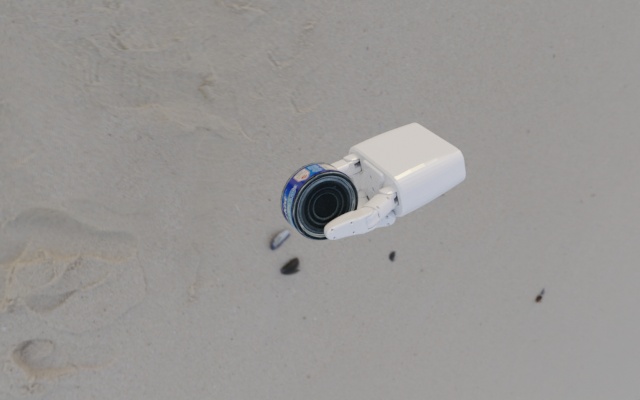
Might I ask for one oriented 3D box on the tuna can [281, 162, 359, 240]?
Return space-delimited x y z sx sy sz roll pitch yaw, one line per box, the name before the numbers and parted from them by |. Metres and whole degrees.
tuna can | 0.000 0.002 0.546 0.086 0.086 0.033 0 20 -28
